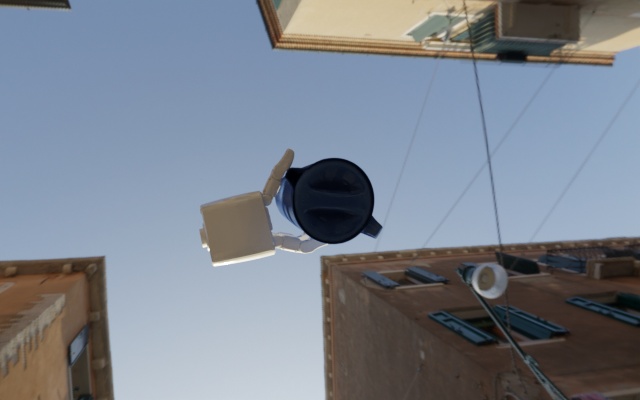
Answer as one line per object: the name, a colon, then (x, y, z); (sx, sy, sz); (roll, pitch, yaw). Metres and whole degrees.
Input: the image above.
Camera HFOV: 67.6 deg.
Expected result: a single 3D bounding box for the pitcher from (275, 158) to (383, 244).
pitcher: (0.000, 0.003, 0.842); (0.145, 0.149, 0.243); (-15, 6, -14)
